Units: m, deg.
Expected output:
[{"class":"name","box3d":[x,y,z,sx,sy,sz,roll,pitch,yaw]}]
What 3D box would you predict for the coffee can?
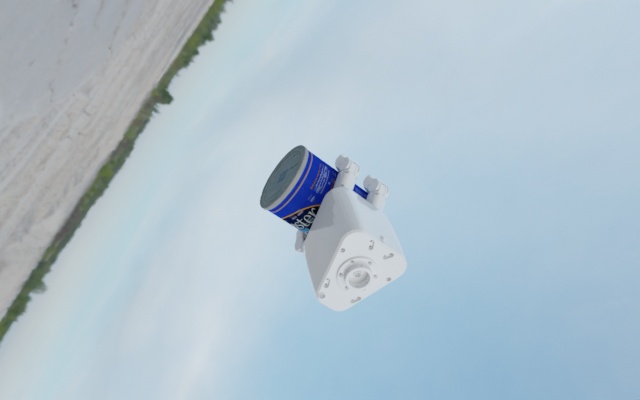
[{"class":"coffee can","box3d":[0.000,0.002,0.679,0.140,0.102,0.103,34,-14,-22]}]
